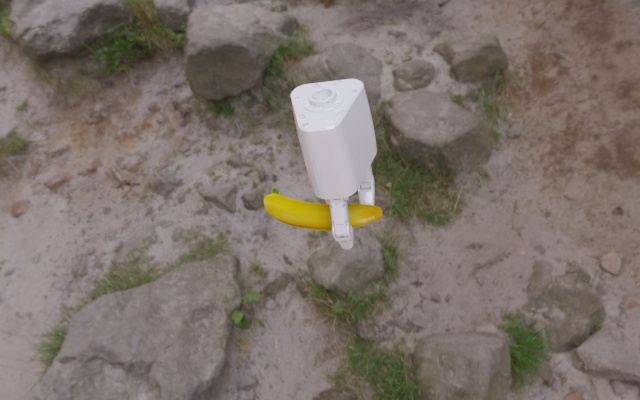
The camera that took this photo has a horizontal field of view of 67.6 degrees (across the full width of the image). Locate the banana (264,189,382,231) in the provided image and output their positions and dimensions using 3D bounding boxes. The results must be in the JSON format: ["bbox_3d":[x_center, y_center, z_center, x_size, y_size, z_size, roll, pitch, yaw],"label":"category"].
[{"bbox_3d":[-0.012,0.013,0.680,0.198,0.037,0.069,12,46,32],"label":"banana"}]
